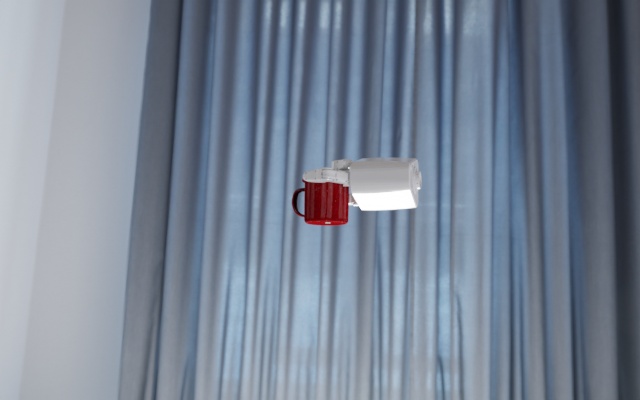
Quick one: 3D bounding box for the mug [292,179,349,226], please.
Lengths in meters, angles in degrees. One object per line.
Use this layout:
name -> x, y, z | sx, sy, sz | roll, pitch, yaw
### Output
mug -> -0.001, 0.003, 0.883 | 0.117, 0.081, 0.093 | -2, -9, 21
